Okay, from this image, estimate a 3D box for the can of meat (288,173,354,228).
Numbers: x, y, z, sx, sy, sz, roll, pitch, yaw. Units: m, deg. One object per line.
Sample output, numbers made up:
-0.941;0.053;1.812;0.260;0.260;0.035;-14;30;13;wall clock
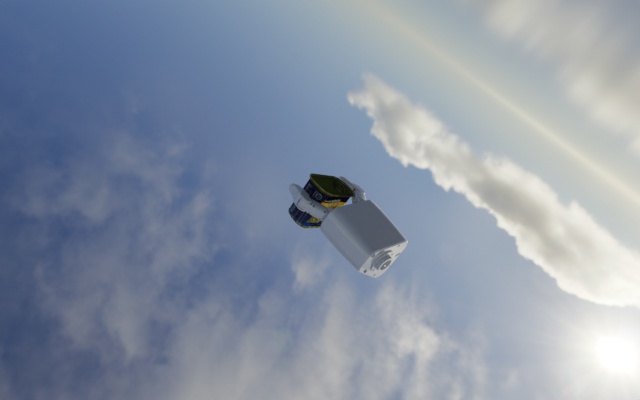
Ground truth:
0.000;0.003;0.869;0.057;0.084;0.102;47;24;27;can of meat
